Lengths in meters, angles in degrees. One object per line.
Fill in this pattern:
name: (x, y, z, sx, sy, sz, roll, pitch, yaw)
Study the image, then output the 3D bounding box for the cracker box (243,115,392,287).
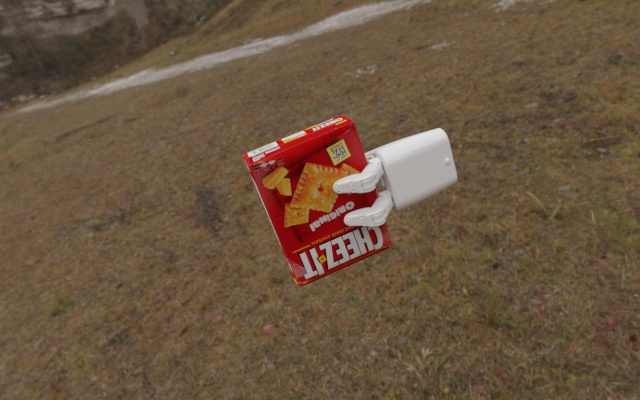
cracker box: (0.000, 0.002, 0.721, 0.164, 0.214, 0.072, -23, 22, -6)
